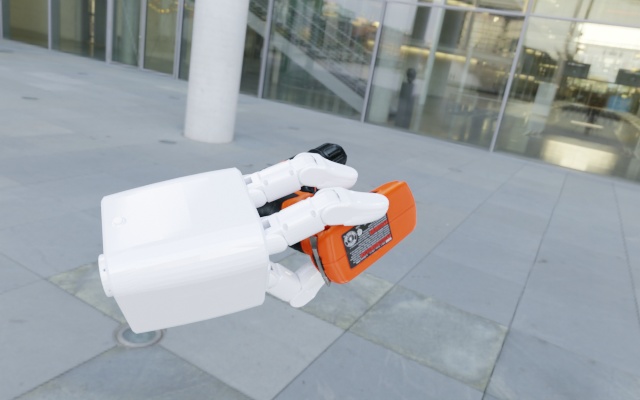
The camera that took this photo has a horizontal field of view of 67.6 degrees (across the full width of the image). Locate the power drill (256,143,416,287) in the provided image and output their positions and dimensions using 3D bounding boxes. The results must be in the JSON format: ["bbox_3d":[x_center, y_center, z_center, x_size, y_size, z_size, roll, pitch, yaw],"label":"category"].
[{"bbox_3d":[0.000,0.002,0.472,0.184,0.057,0.187,-35,30,-27],"label":"power drill"}]
